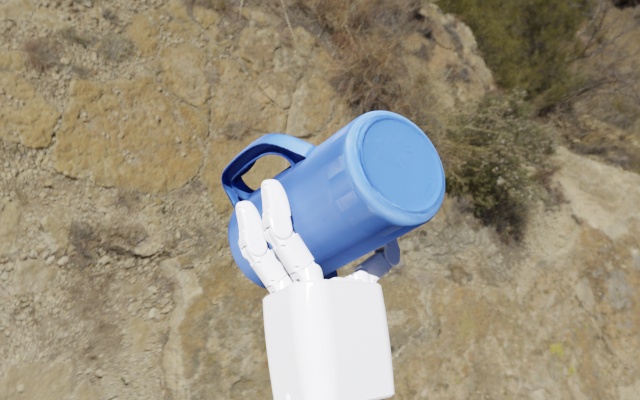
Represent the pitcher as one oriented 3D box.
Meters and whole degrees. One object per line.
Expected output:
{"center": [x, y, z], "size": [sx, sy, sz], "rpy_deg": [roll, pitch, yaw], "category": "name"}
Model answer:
{"center": [0.000, 0.002, 0.494], "size": [0.149, 0.145, 0.243], "rpy_deg": [4, -22, -31], "category": "pitcher"}
